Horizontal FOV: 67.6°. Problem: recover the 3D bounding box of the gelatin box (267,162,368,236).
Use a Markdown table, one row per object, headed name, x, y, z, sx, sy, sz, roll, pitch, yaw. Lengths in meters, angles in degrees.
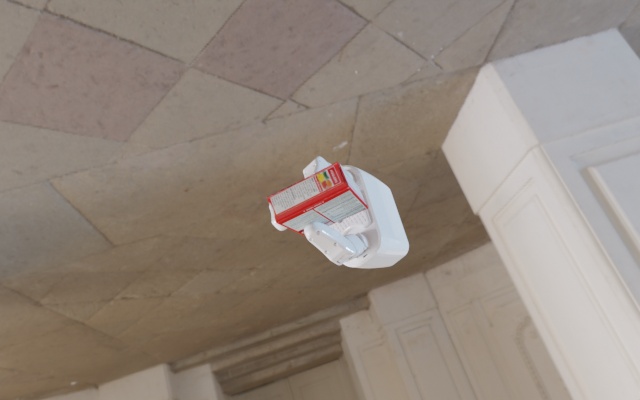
| name | x | y | z | sx | sy | sz | roll | pitch | yaw |
| --- | --- | --- | --- | --- | --- | --- | --- | --- | --- |
| gelatin box | 0.000 | 0.002 | 0.457 | 0.073 | 0.030 | 0.089 | -26 | -18 | 10 |
